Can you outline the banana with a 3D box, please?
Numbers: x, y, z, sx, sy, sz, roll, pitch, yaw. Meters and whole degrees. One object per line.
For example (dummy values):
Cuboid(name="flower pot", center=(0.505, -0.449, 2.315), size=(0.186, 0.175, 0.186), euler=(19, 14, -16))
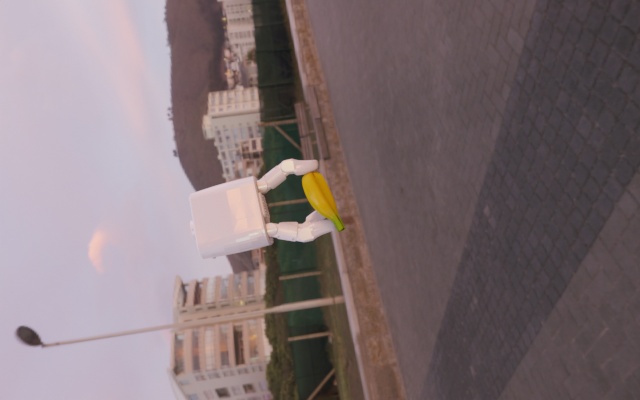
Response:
Cuboid(name="banana", center=(-0.005, -0.013, 0.755), size=(0.037, 0.070, 0.197), euler=(-20, 21, -2))
